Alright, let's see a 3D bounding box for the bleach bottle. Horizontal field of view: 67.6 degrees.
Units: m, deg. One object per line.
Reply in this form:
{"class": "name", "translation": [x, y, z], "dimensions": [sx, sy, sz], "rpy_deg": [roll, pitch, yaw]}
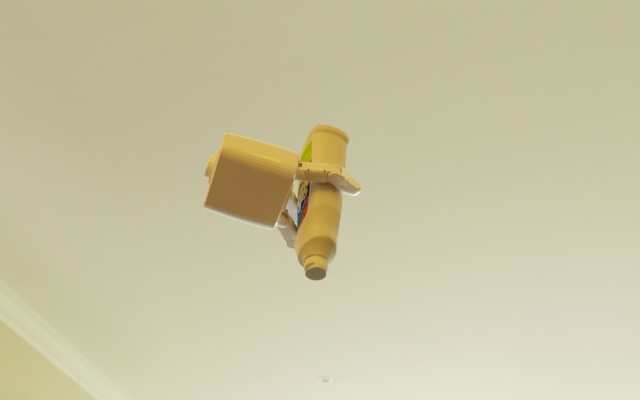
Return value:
{"class": "bleach bottle", "translation": [0.000, 0.002, 0.699], "dimensions": [0.068, 0.250, 0.103], "rpy_deg": [17, -48, -14]}
